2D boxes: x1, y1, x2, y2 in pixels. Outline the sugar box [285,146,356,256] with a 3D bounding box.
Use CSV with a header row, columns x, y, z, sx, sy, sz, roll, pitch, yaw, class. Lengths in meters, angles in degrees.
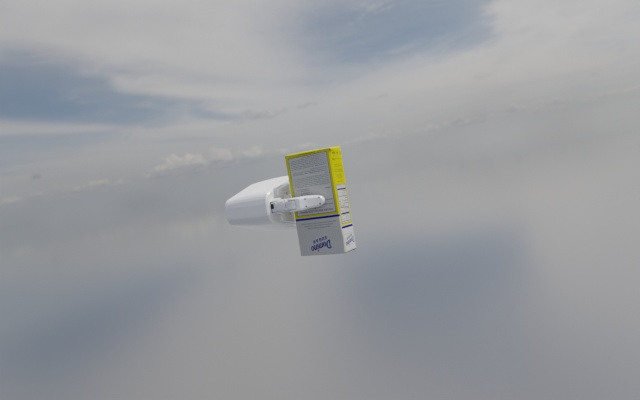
x,y,z,sx,sy,sz,roll,pitch,yaw,class
0.000,0.002,0.810,0.093,0.176,0.048,-7,5,33,sugar box
